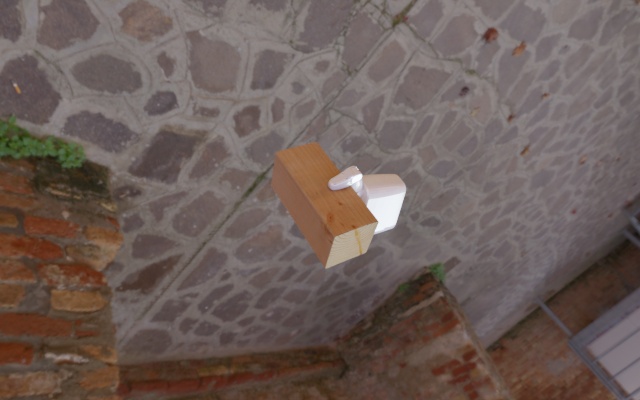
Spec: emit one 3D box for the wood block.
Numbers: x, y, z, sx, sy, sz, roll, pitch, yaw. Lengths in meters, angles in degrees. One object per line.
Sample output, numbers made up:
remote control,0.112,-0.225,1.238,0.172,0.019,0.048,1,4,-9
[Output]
wood block,0.001,0.003,0.844,0.090,0.206,0.091,-17,-36,-28
